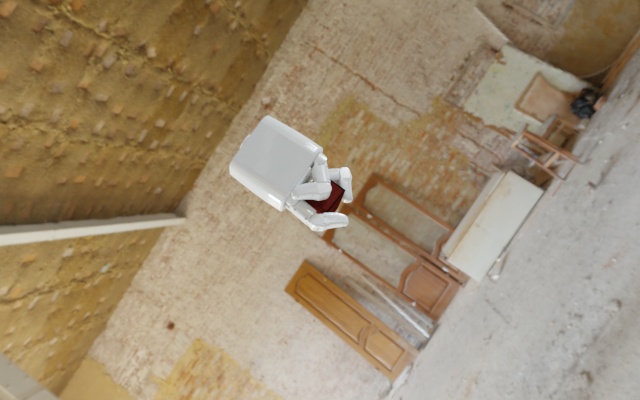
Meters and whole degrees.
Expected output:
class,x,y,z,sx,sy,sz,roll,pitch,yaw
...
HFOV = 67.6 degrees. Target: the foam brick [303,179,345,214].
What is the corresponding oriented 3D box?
class,x,y,z,sx,sy,sz,roll,pitch,yaw
foam brick,0.000,0.003,0.775,0.051,0.053,0.078,34,-26,8
